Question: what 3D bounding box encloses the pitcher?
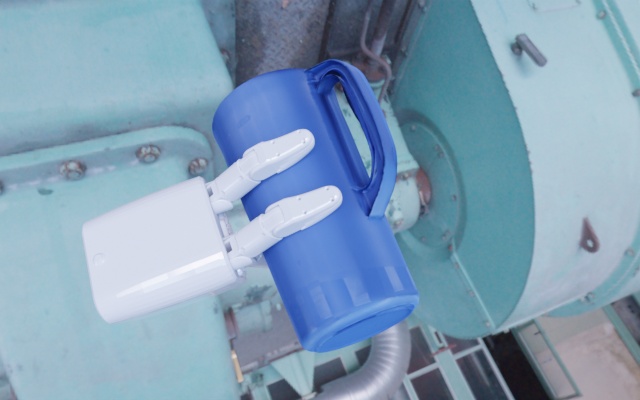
[{"bbox_3d":[0.000,0.002,0.440,0.145,0.242,0.149,-20,-25,-8],"label":"pitcher"}]
